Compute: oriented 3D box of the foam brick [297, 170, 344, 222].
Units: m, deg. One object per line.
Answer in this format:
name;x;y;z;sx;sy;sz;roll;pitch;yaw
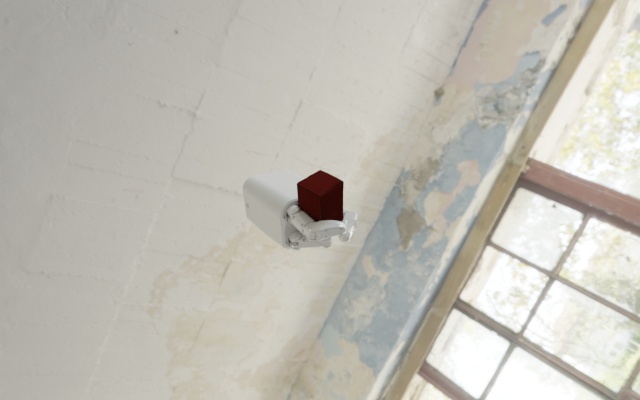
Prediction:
foam brick;0.000;0.002;0.733;0.053;0.078;0.051;-31;47;-33
